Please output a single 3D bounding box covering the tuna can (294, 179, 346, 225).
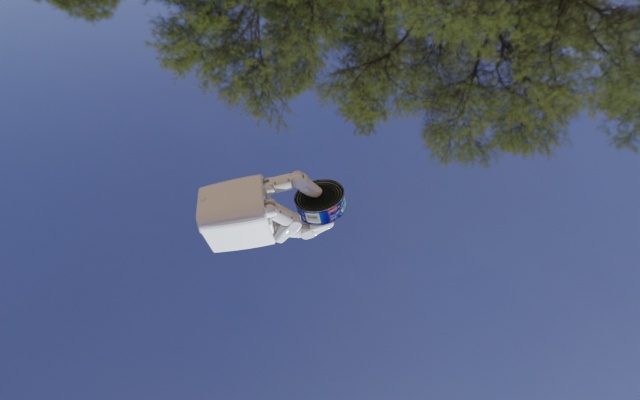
[{"bbox_3d":[0.000,0.003,0.810,0.086,0.034,0.086,-8,38,7],"label":"tuna can"}]
